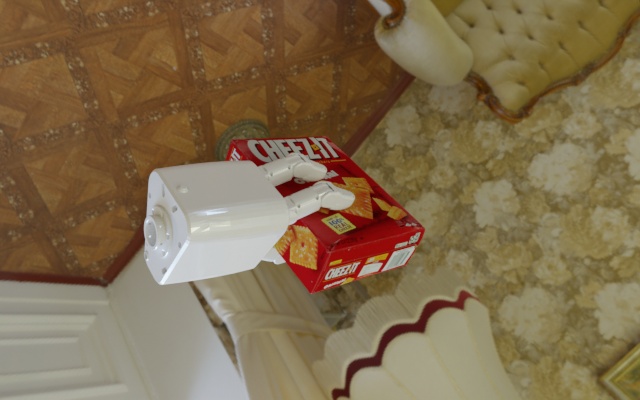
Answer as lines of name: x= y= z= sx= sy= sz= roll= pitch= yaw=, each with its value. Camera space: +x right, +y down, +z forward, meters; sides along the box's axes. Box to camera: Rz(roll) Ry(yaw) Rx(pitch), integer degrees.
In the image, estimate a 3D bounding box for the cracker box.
cracker box: x=0.000 y=0.002 z=0.593 sx=0.164 sy=0.072 sz=0.213 roll=-8 pitch=43 yaw=-41
